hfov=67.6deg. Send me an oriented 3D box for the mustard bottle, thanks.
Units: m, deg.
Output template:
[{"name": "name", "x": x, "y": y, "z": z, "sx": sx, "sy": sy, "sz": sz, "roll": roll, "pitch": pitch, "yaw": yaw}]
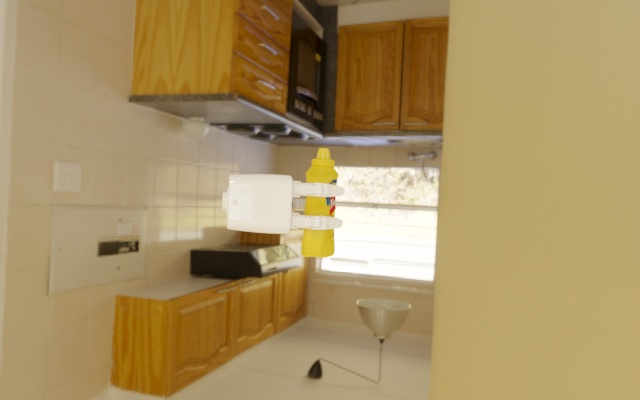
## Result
[{"name": "mustard bottle", "x": 0.000, "y": 0.003, "z": 0.852, "sx": 0.058, "sy": 0.191, "sz": 0.096, "roll": 3, "pitch": 0, "yaw": 14}]
